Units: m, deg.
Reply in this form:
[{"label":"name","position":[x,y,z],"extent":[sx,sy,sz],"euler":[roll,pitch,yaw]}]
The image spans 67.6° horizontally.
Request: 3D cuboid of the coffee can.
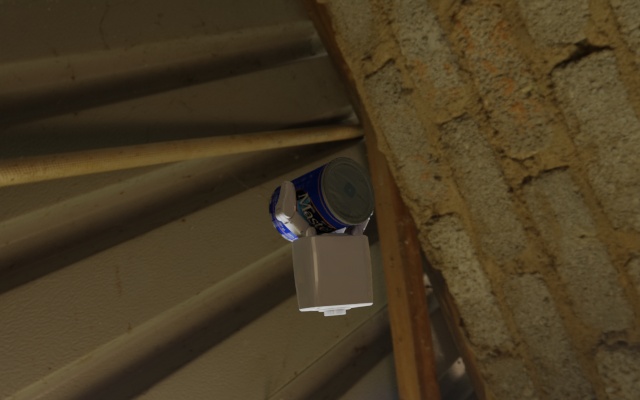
[{"label":"coffee can","position":[0.000,0.002,0.749],"extent":[0.103,0.102,0.140],"euler":[0,-15,-41]}]
